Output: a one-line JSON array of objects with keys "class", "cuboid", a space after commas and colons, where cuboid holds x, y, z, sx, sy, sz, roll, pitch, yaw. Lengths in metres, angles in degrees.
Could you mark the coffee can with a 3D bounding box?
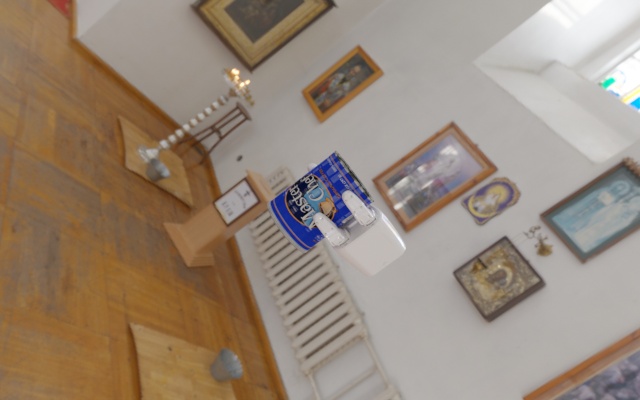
[{"class": "coffee can", "cuboid": [0.000, 0.002, 0.771, 0.140, 0.103, 0.103, -37, -6, 8]}]
